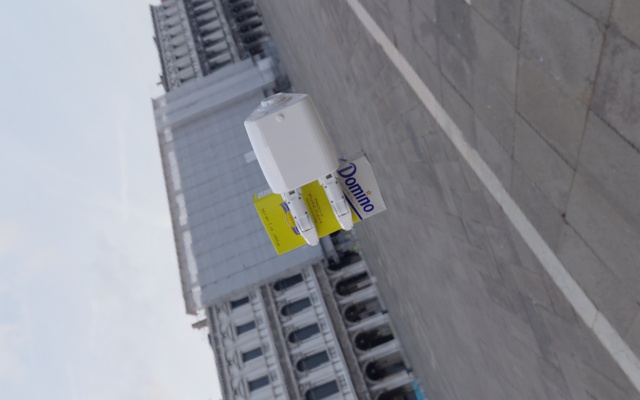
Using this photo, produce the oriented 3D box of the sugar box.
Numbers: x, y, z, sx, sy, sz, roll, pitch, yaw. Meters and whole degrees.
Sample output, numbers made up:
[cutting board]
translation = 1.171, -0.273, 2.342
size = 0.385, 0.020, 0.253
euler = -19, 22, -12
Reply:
[sugar box]
translation = 0.000, 0.002, 0.703
size = 0.176, 0.093, 0.048
euler = -23, 19, 1
